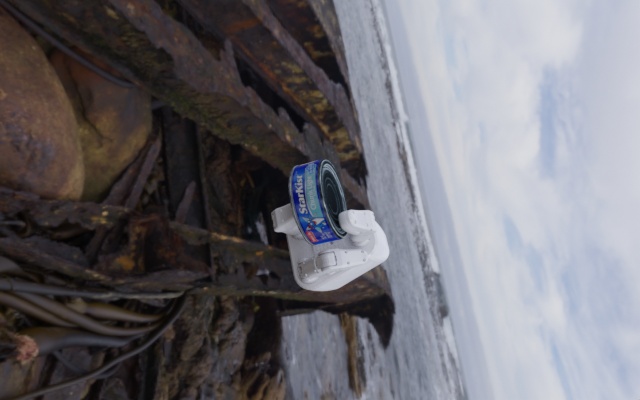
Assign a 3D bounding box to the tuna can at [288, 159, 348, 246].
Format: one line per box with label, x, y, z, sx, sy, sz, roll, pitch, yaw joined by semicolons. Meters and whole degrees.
tuna can;0.001;0.001;0.492;0.034;0.086;0.086;-14;-4;18
